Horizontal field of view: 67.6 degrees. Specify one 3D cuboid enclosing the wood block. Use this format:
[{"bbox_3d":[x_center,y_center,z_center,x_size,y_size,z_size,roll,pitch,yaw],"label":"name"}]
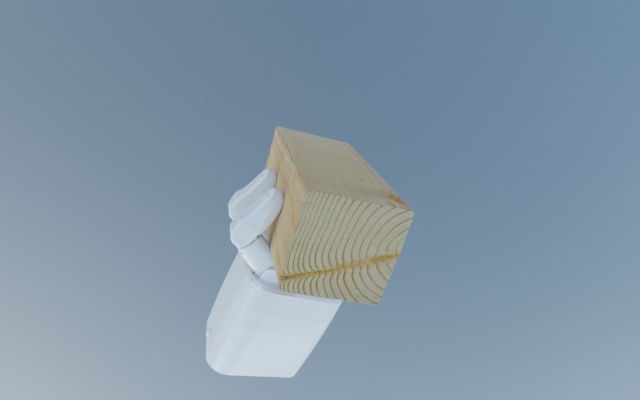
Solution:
[{"bbox_3d":[0.000,0.002,0.465,0.091,0.090,0.206,12,19,-17],"label":"wood block"}]
